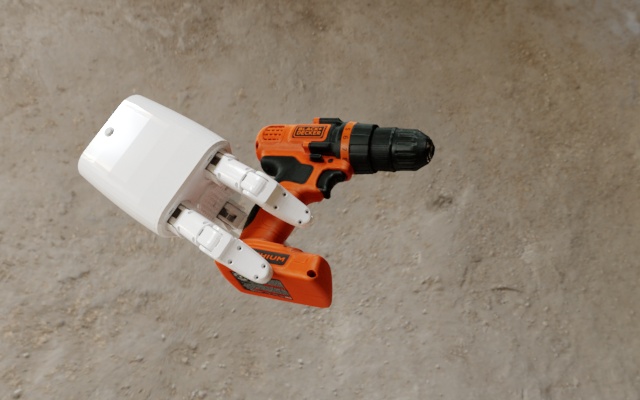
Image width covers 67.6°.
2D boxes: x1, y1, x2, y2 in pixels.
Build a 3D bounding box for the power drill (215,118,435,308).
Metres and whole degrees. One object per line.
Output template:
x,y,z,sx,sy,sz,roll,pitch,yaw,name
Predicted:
0.000,0.002,0.441,0.184,0.187,0.057,3,-38,25,power drill
